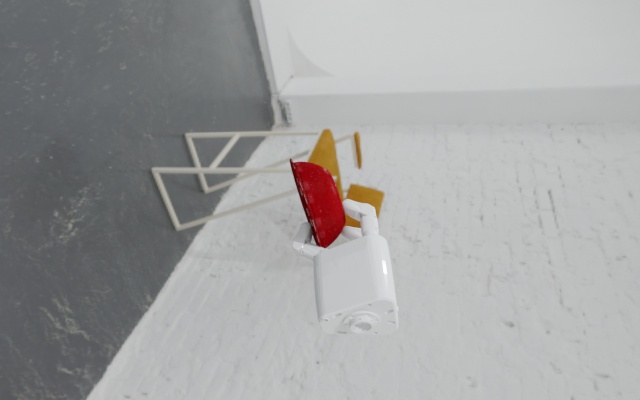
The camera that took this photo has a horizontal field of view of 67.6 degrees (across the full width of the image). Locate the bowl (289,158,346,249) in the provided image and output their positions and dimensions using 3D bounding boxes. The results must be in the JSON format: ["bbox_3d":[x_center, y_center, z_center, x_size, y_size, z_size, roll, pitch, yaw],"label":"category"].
[{"bbox_3d":[0.000,0.001,0.764,0.055,0.162,0.162,-19,1,-5],"label":"bowl"}]
